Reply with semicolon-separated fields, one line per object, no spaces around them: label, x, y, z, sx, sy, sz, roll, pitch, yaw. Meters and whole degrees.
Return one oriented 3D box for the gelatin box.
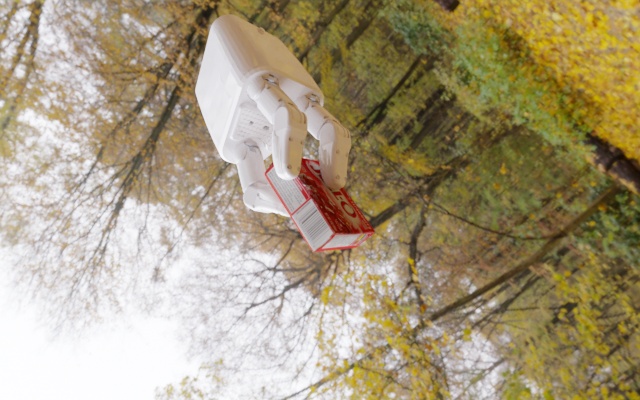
gelatin box;0.000;0.002;0.427;0.030;0.089;0.073;-43;-23;23
